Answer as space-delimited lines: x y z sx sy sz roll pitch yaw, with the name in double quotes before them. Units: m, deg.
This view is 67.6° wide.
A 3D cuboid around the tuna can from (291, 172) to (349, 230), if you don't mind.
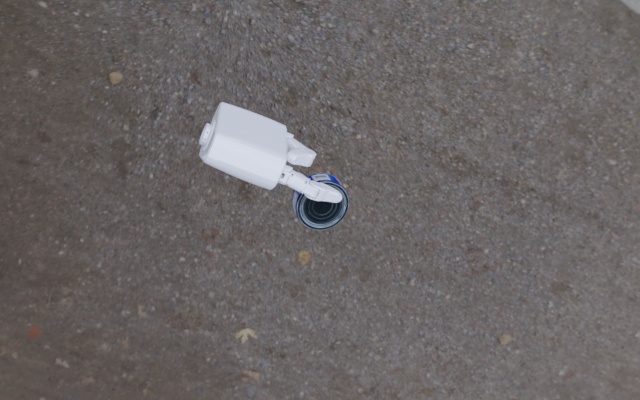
"tuna can" 0.000 0.003 0.737 0.086 0.086 0.033 0 25 -16
